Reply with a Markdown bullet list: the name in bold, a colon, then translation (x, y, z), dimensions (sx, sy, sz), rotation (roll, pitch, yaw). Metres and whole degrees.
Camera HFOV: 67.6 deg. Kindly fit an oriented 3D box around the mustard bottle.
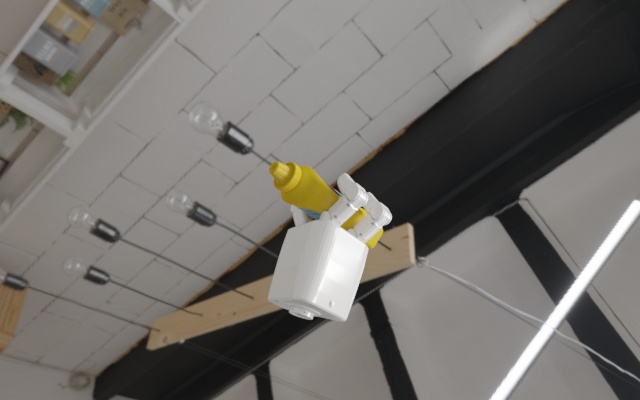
- **mustard bottle**: translation (0.000, 0.002, 0.672), dimensions (0.192, 0.058, 0.096), rotation (36, -4, -38)
